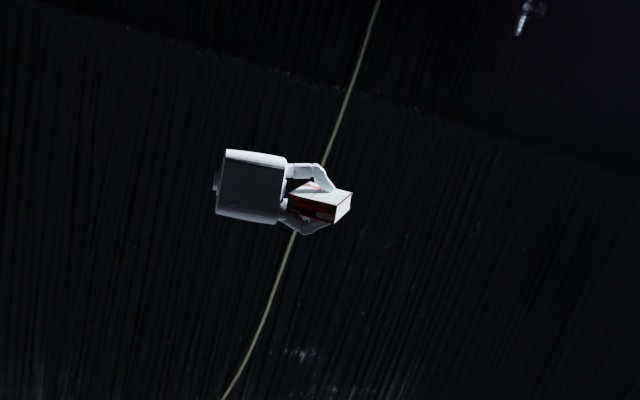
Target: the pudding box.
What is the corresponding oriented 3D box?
[{"bbox_3d":[0.000,0.003,0.850,0.090,0.039,0.113,16,18,14],"label":"pudding box"}]
